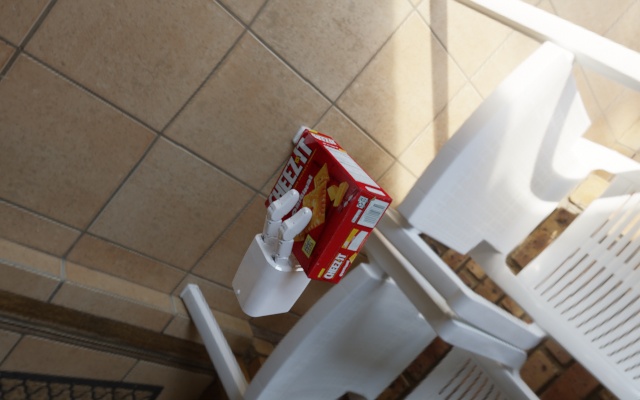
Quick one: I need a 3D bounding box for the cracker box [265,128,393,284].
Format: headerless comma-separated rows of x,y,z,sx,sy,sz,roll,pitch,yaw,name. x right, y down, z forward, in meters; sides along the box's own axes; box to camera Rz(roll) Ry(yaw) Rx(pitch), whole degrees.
0.000,0.003,0.778,0.072,0.164,0.213,17,23,-36,cracker box
